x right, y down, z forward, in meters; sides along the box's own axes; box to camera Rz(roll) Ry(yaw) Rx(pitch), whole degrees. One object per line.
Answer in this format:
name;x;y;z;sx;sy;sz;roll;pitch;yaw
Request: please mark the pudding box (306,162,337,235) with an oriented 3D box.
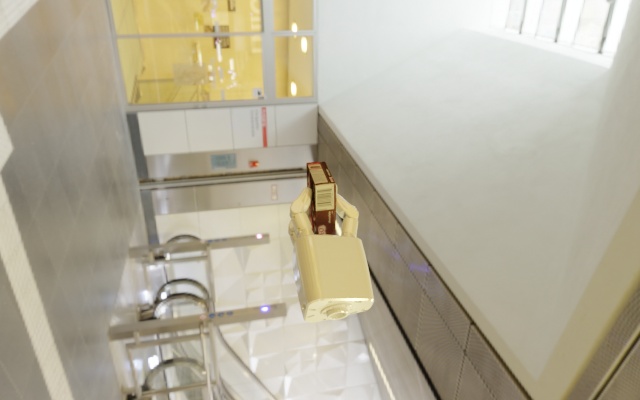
pudding box;0.000;0.003;0.810;0.039;0.113;0.090;-4;29;-11
